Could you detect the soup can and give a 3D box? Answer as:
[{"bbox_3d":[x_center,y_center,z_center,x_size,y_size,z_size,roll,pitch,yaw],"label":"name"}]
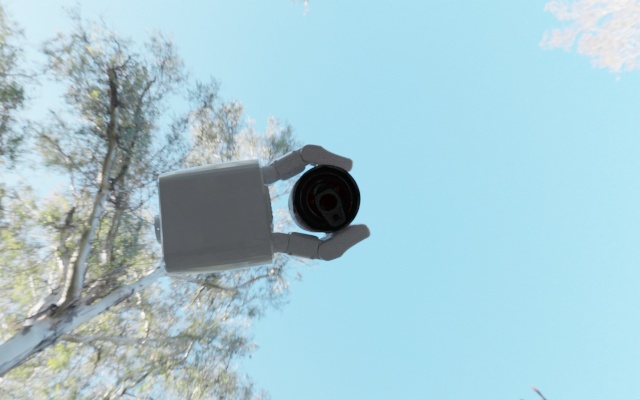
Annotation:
[{"bbox_3d":[0.001,0.002,0.517,0.068,0.068,0.102,0,-4,-7],"label":"soup can"}]
